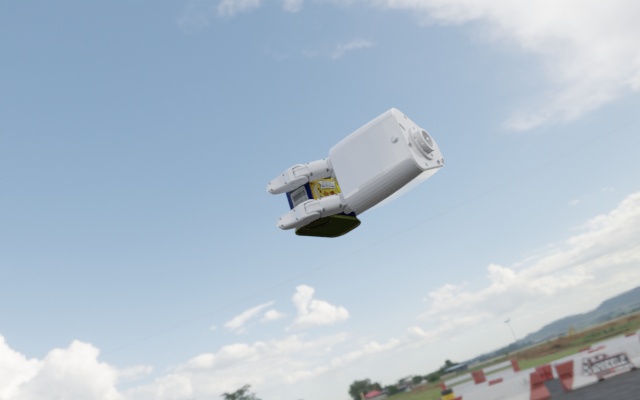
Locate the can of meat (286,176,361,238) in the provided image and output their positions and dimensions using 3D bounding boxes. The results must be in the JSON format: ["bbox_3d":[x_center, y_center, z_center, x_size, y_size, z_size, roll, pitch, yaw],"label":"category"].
[{"bbox_3d":[0.000,0.002,0.676,0.102,0.084,0.057,8,-34,-47],"label":"can of meat"}]
